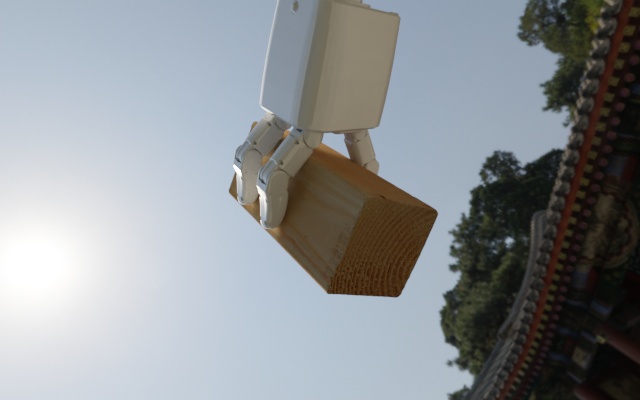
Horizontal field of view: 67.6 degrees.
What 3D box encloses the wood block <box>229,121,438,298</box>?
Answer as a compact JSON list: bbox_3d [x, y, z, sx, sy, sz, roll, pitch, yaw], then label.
[{"bbox_3d":[0.000,0.001,0.472,0.091,0.090,0.206,11,17,-38],"label":"wood block"}]
